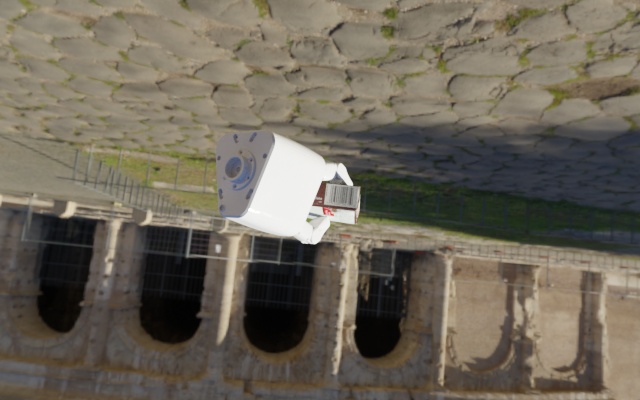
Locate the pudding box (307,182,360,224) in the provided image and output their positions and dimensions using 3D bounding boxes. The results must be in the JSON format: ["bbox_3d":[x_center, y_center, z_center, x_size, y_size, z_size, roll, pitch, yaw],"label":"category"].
[{"bbox_3d":[0.000,0.002,0.690,0.113,0.039,0.090,8,-13,6],"label":"pudding box"}]
